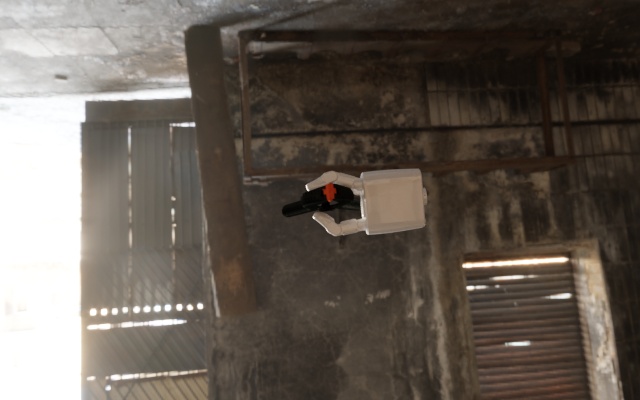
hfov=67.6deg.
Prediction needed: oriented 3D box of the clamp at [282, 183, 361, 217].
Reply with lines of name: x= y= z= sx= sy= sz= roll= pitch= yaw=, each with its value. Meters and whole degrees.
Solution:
clamp: x=0.000 y=0.004 z=0.874 sx=0.164 sy=0.036 sz=0.210 roll=-7 pitch=-8 yaw=2
